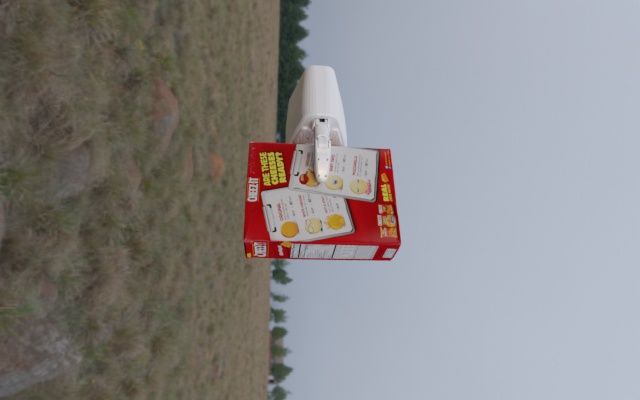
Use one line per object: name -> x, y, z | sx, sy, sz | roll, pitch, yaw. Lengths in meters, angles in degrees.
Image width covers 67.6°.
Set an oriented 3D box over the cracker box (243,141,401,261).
cracker box -> 0.000, 0.002, 0.697 | 0.214, 0.164, 0.072 | 2, -31, -5
